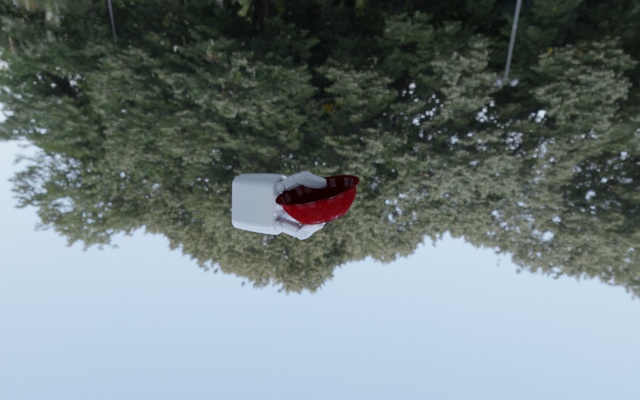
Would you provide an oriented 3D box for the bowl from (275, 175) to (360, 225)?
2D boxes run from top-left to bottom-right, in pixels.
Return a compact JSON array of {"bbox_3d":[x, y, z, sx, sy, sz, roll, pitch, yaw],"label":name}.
[{"bbox_3d":[0.001,0.003,0.891,0.162,0.055,0.162,-14,15,4],"label":"bowl"}]
